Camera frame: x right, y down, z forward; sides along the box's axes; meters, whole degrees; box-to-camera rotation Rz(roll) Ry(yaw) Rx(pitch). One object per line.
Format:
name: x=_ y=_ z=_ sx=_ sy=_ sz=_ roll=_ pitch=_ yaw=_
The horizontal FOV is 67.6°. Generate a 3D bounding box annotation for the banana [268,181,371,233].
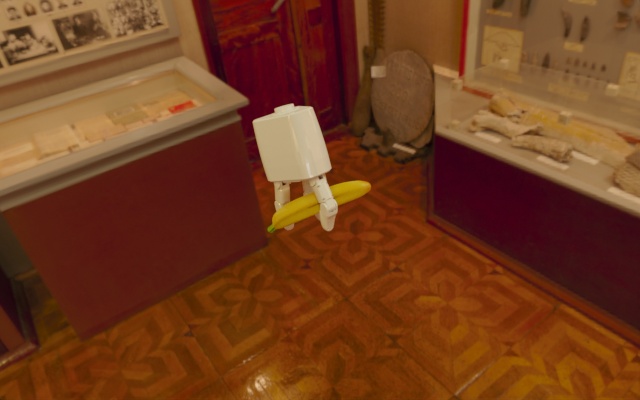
banana: x=-0.001 y=0.002 z=0.810 sx=0.198 sy=0.037 sz=0.069 roll=-22 pitch=-3 yaw=-7
